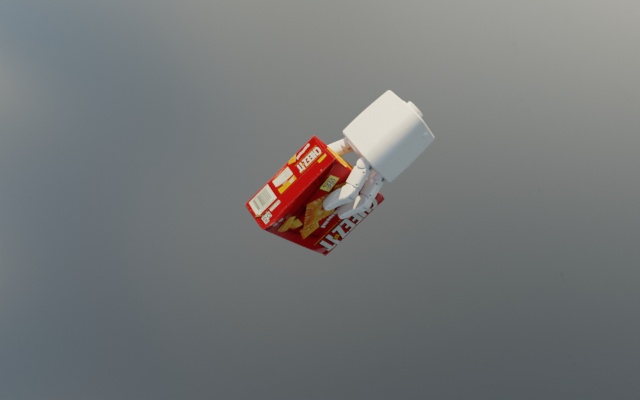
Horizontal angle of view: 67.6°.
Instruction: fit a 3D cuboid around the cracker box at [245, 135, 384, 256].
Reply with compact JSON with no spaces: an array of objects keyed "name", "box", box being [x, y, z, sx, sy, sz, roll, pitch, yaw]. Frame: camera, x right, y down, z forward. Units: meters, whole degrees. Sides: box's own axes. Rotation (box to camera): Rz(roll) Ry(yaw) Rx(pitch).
[{"name":"cracker box","box":[0.000,0.003,0.832,0.072,0.164,0.214,52,11,33]}]
